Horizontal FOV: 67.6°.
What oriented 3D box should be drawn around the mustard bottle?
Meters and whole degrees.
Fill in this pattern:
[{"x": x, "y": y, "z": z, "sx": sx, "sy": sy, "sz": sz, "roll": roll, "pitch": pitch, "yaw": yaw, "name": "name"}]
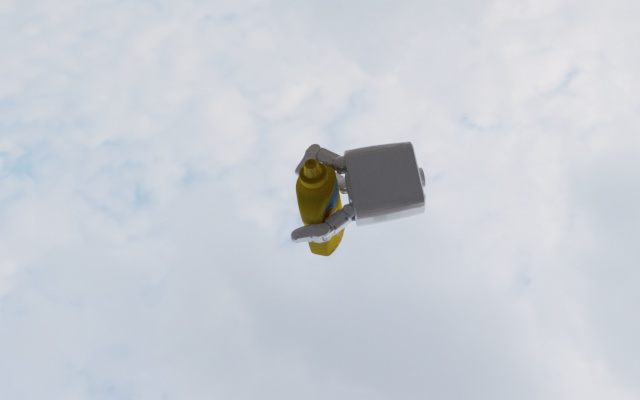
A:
[{"x": 0.000, "y": 0.003, "z": 0.735, "sx": 0.058, "sy": 0.096, "sz": 0.192, "roll": 11, "pitch": -31, "yaw": 16, "name": "mustard bottle"}]
